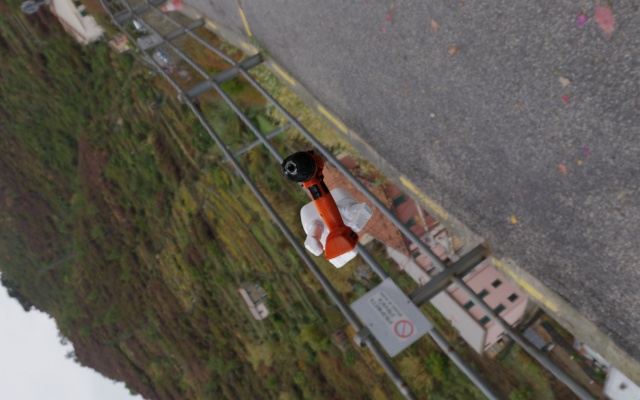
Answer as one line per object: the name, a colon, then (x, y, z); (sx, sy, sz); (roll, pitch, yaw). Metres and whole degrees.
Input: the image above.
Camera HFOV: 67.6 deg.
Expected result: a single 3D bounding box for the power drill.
power drill: (0.000, 0.003, 0.815); (0.057, 0.187, 0.184); (-23, 2, 13)
